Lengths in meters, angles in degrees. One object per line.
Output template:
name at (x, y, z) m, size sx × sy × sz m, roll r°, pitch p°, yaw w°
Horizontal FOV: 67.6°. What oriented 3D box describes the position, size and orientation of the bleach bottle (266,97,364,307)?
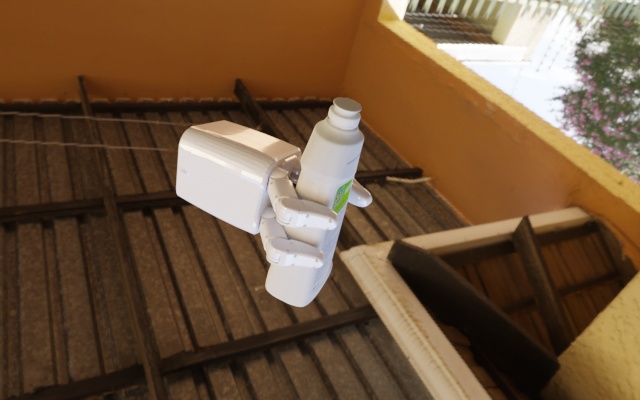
bleach bottle at (0.000, 0.002, 0.534) m, size 0.068 × 0.251 × 0.102 m, roll 24°, pitch 36°, yaw 10°
